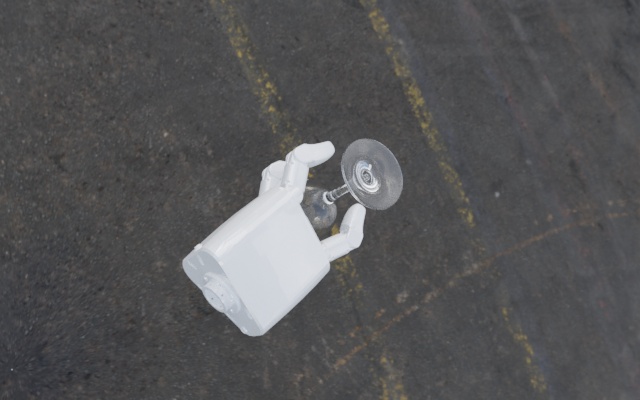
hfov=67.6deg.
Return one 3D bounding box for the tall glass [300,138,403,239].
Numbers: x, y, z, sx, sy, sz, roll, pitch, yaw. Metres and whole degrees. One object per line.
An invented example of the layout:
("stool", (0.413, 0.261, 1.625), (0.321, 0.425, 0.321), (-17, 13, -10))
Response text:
("tall glass", (0.001, 0.002, 0.548), (0.079, 0.079, 0.201), (0, -17, -33))
